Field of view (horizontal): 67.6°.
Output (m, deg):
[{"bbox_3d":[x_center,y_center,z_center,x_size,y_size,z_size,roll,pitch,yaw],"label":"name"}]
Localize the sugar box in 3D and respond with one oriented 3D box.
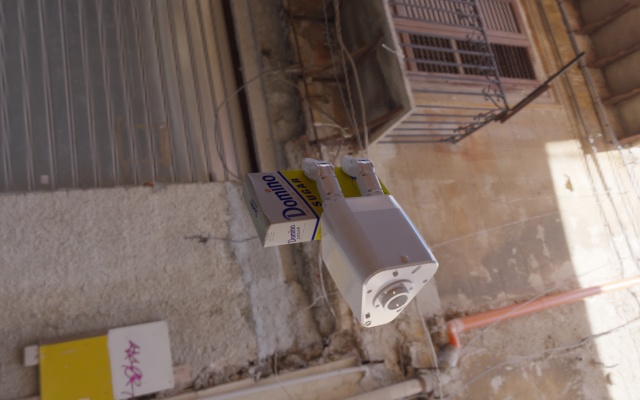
[{"bbox_3d":[0.000,0.002,0.598,0.176,0.048,0.093,-5,43,-27],"label":"sugar box"}]
